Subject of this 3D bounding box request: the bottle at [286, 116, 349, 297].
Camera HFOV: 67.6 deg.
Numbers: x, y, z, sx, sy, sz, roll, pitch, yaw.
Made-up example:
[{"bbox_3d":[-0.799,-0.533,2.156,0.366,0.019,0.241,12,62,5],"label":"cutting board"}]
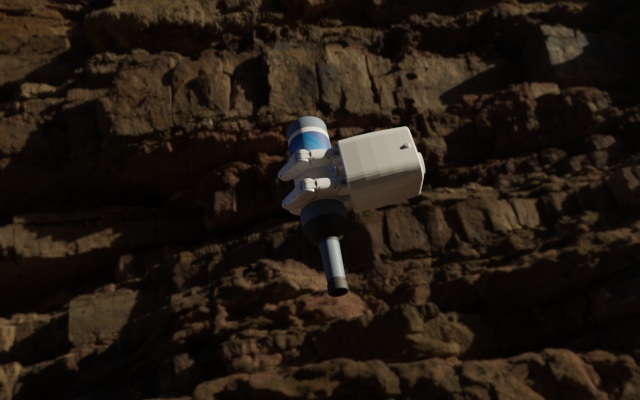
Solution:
[{"bbox_3d":[0.000,0.002,0.706,0.069,0.295,0.069,-8,-35,-5],"label":"bottle"}]
